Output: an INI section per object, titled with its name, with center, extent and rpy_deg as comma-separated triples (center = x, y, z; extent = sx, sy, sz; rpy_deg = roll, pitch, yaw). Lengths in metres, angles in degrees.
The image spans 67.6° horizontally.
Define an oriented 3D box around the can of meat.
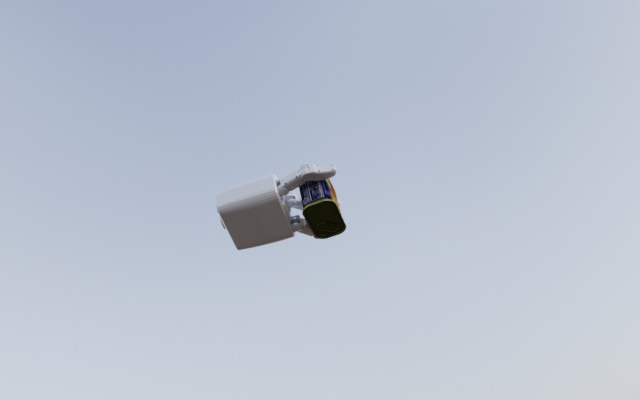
[can of meat]
center = 0.000, 0.002, 0.816
extent = 0.057, 0.084, 0.102
rpy_deg = -19, -40, 7
